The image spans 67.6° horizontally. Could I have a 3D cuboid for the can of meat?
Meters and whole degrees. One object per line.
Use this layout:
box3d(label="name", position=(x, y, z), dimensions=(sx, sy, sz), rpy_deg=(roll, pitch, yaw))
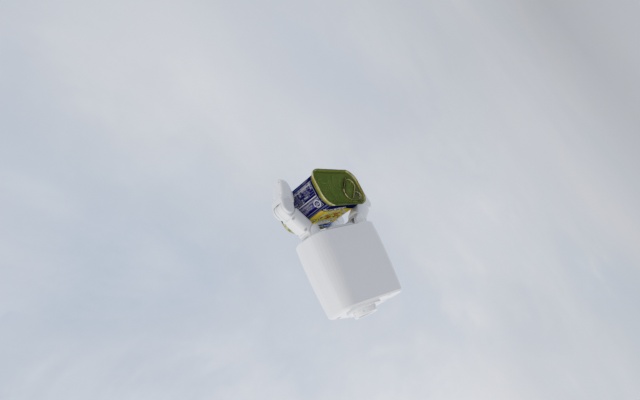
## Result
box3d(label="can of meat", position=(0.000, 0.002, 0.673), dimensions=(0.084, 0.057, 0.102), rpy_deg=(-38, -21, 32))
